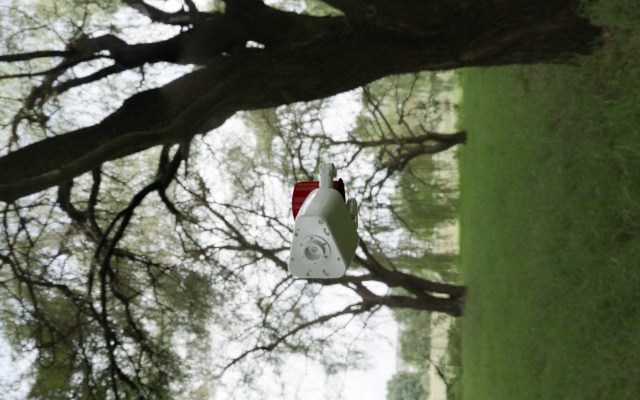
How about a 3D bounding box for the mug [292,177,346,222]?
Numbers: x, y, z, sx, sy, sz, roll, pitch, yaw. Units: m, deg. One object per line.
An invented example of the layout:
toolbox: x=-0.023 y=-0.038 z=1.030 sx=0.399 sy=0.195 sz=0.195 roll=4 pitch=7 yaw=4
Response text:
mug: x=0.000 y=0.002 z=0.850 sx=0.081 sy=0.093 sz=0.117 roll=-1 pitch=19 yaw=12
